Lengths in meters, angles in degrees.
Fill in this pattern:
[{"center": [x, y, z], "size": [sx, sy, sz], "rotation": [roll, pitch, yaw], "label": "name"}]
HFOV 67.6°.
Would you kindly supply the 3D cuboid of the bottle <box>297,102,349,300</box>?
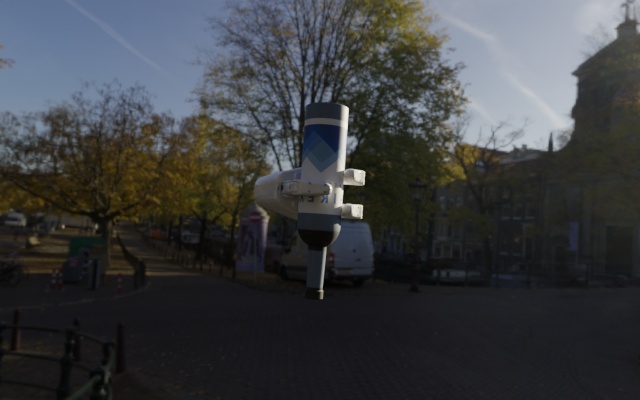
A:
[{"center": [0.000, 0.002, 0.734], "size": [0.069, 0.295, 0.069], "rotation": [4, -3, 0], "label": "bottle"}]
